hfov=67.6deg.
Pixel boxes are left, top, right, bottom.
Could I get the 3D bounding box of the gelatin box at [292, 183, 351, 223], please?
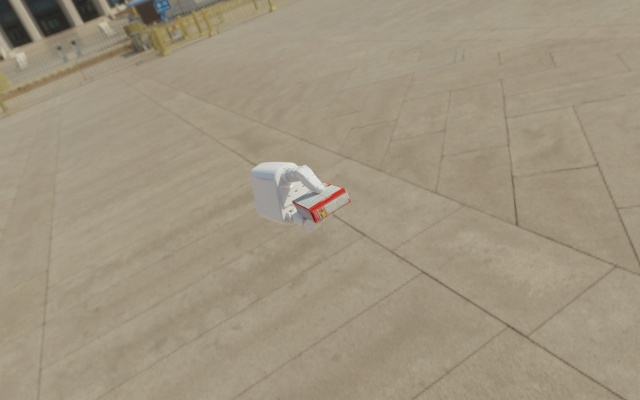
[{"bbox_3d":[0.000,0.002,0.830,0.073,0.030,0.089,-31,19,-16],"label":"gelatin box"}]
